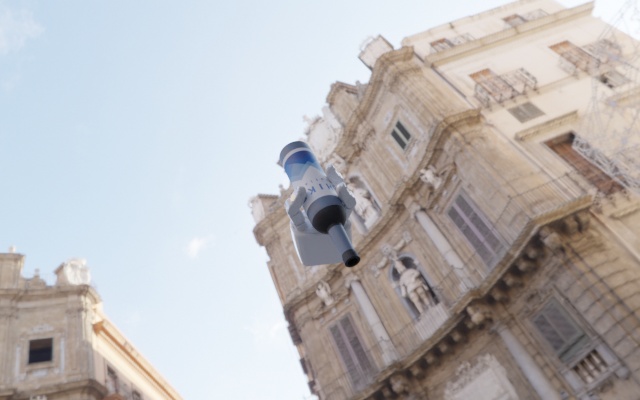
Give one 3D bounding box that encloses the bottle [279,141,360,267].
[{"bbox_3d":[0.000,0.003,0.871,0.069,0.069,0.295,0,41,-29],"label":"bottle"}]
